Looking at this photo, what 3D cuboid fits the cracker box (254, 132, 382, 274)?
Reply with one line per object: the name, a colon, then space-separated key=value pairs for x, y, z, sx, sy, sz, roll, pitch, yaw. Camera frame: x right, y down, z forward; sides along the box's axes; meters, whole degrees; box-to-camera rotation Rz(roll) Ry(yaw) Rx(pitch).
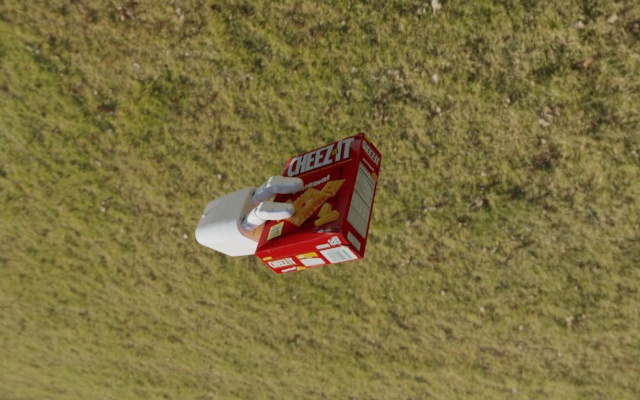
cracker box: x=0.000 y=0.003 z=0.769 sx=0.164 sy=0.213 sz=0.072 roll=-15 pitch=-47 yaw=33
